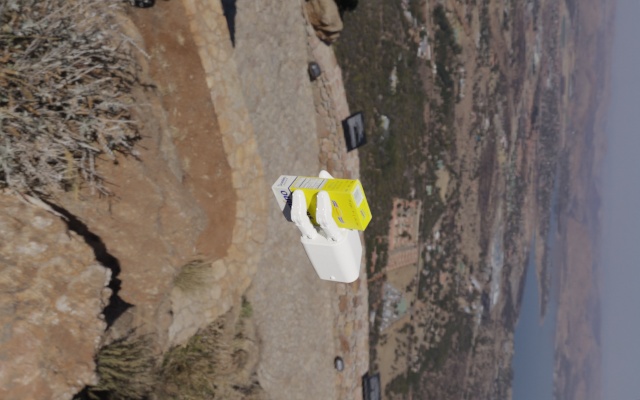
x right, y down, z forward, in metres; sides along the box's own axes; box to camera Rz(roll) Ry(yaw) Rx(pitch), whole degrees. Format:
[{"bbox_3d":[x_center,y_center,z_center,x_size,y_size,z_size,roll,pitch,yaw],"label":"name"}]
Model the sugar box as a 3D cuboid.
[{"bbox_3d":[0.000,0.003,0.899,0.176,0.093,0.048,2,41,31],"label":"sugar box"}]
